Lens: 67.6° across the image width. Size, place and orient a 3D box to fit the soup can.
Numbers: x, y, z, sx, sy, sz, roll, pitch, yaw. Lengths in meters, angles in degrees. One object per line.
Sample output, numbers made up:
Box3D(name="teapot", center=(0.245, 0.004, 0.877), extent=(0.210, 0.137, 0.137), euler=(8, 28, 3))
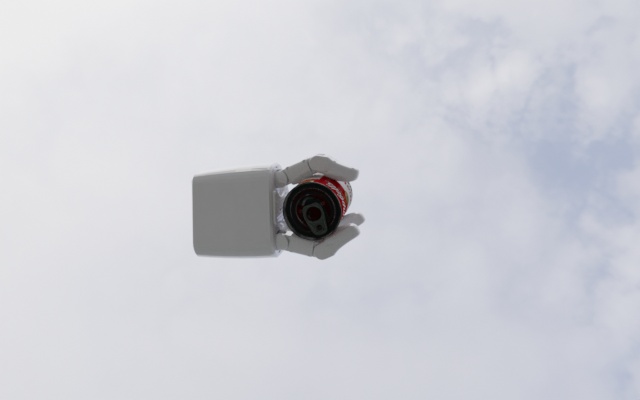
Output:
Box3D(name="soup can", center=(0.001, 0.002, 0.581), extent=(0.068, 0.068, 0.102), euler=(0, 12, 12))
